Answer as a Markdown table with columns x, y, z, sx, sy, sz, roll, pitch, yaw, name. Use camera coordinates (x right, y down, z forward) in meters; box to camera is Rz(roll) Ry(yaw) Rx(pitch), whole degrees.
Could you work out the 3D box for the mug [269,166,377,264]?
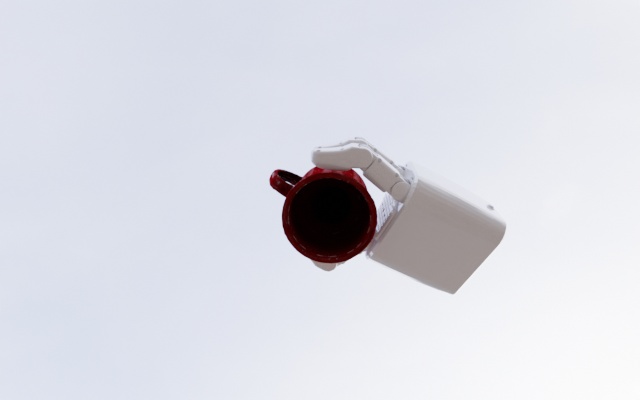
| x | y | z | sx | sy | sz | roll | pitch | yaw | name |
| --- | --- | --- | --- | --- | --- | --- | --- | --- | --- |
| -0.001 | 0.001 | 0.497 | 0.117 | 0.093 | 0.081 | 27 | 16 | -4 | mug |
